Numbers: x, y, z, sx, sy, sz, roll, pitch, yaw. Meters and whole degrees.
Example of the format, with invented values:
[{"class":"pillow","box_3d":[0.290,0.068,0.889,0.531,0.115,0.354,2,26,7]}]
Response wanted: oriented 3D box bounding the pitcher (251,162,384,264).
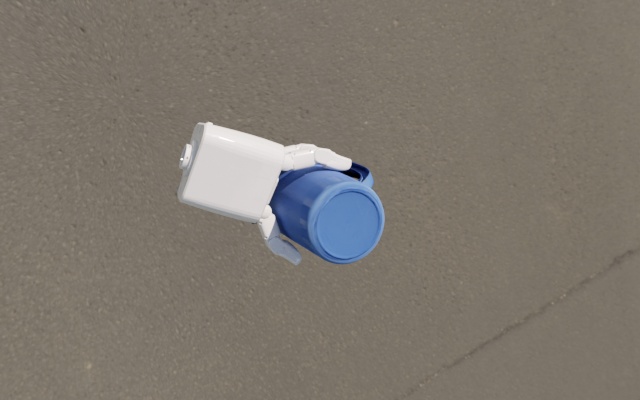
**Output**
[{"class":"pitcher","box_3d":[0.000,0.002,0.699,0.145,0.149,0.242,18,3,-24]}]
